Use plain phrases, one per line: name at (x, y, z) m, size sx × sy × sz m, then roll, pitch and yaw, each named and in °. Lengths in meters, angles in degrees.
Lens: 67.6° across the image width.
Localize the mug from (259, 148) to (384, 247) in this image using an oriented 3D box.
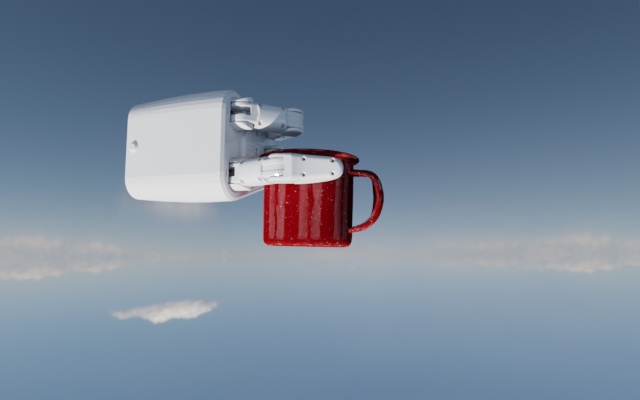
mug at (0.001, 0.002, 0.434) m, size 0.117 × 0.081 × 0.093 m, roll -1°, pitch -6°, yaw 19°
